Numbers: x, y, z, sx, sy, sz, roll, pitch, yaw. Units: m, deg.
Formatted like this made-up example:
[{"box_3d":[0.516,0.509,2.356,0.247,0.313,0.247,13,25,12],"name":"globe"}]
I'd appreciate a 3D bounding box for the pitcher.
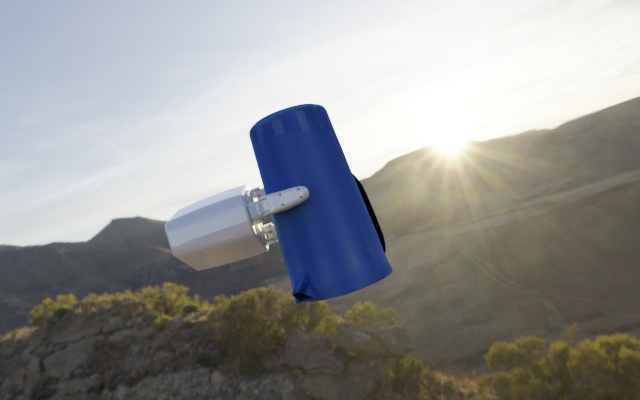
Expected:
[{"box_3d":[0.000,0.002,0.633,0.145,0.243,0.149,-19,-2,-2],"name":"pitcher"}]
